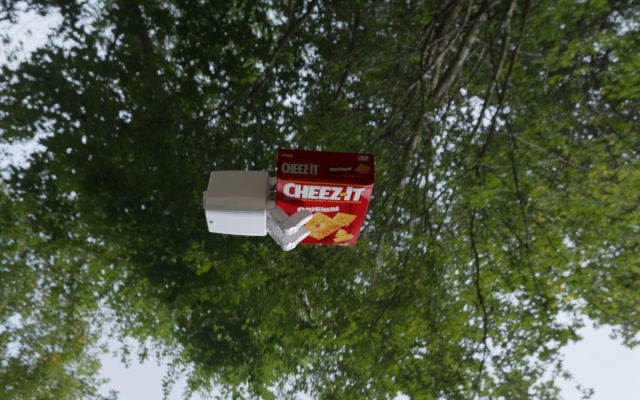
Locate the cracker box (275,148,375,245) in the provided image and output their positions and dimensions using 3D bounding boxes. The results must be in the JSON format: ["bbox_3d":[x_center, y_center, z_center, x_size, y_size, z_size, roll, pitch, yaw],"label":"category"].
[{"bbox_3d":[0.000,0.003,0.872,0.164,0.072,0.214,2,-34,-5],"label":"cracker box"}]
